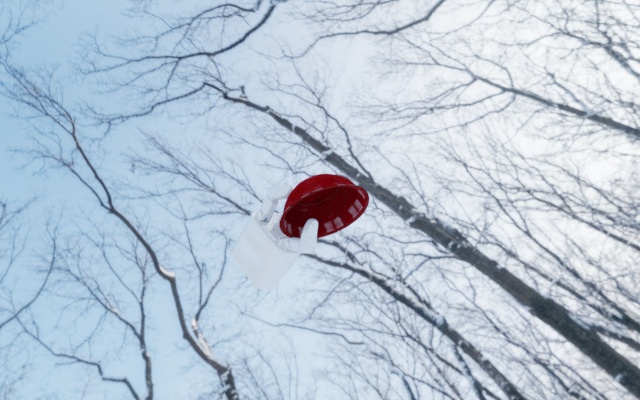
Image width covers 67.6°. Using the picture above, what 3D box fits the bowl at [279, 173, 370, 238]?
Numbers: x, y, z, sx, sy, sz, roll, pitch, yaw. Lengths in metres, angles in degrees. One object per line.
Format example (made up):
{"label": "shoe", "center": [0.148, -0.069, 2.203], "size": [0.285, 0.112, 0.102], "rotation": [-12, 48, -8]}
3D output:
{"label": "bowl", "center": [0.001, 0.002, 0.826], "size": [0.162, 0.055, 0.162], "rotation": [-15, -31, -9]}
